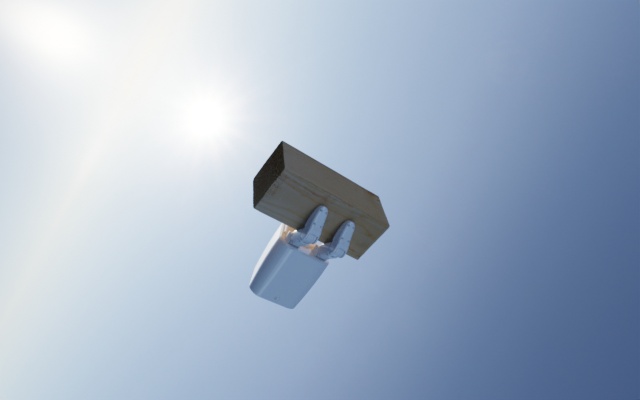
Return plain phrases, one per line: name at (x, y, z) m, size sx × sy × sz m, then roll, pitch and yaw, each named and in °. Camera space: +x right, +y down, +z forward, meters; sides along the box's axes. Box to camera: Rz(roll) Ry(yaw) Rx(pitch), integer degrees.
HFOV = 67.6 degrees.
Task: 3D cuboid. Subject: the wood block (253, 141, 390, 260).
wood block at (0.000, 0.003, 0.784) m, size 0.206 × 0.090 × 0.090 m, roll 28°, pitch 26°, yaw -25°
